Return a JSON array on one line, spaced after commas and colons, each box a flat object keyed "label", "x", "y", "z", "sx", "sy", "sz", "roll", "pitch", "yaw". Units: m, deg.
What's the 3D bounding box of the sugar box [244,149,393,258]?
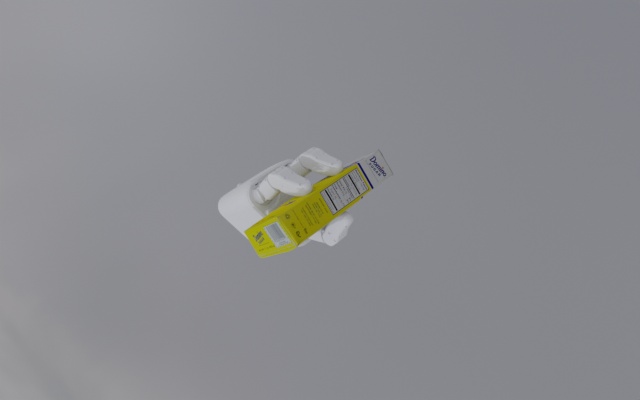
[{"label": "sugar box", "x": 0.000, "y": 0.002, "z": 0.586, "sx": 0.176, "sy": 0.048, "sz": 0.093, "roll": -38, "pitch": 9, "yaw": -34}]
